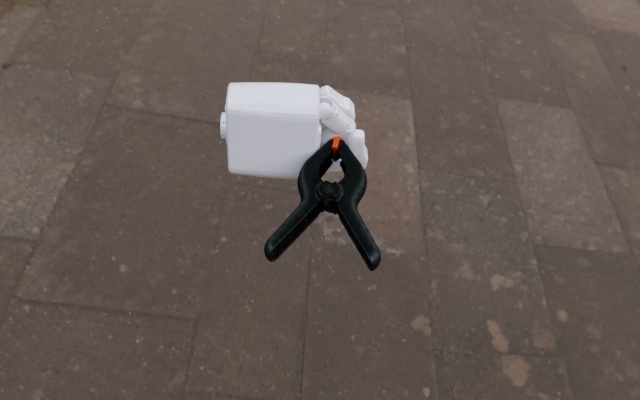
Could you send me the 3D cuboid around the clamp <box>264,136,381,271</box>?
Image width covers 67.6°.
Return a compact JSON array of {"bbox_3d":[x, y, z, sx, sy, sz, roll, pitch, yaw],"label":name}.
[{"bbox_3d":[0.000,0.001,0.530,0.120,0.171,0.039,1,-37,-3],"label":"clamp"}]
